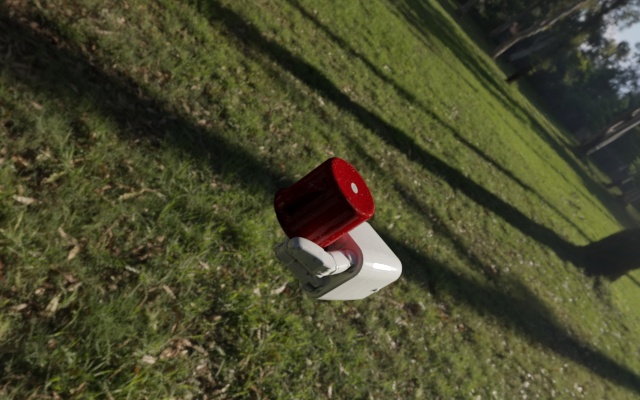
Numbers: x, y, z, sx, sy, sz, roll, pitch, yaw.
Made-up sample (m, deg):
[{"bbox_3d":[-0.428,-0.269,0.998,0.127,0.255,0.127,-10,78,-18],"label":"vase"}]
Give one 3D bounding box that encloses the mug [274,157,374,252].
[{"bbox_3d":[-0.001,0.001,0.536,0.081,0.093,0.117,-35,-30,26],"label":"mug"}]
